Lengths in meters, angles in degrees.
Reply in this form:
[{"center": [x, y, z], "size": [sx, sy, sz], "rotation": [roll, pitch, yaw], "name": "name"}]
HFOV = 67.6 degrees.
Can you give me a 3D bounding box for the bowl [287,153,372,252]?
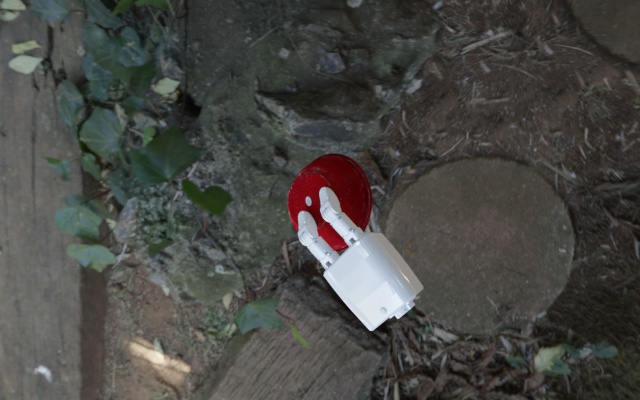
[{"center": [-0.001, 0.002, 0.754], "size": [0.162, 0.162, 0.055], "rotation": [0, -3, 40], "name": "bowl"}]
